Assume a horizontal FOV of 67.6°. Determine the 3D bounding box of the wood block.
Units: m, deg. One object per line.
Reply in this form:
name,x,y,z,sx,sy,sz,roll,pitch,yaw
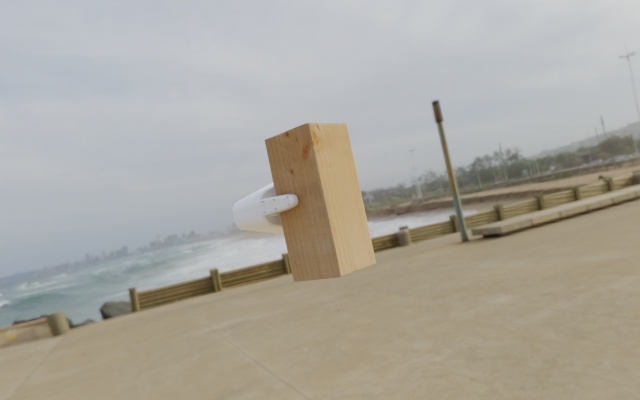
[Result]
wood block,0.000,0.002,0.680,0.090,0.206,0.091,-14,-2,40
